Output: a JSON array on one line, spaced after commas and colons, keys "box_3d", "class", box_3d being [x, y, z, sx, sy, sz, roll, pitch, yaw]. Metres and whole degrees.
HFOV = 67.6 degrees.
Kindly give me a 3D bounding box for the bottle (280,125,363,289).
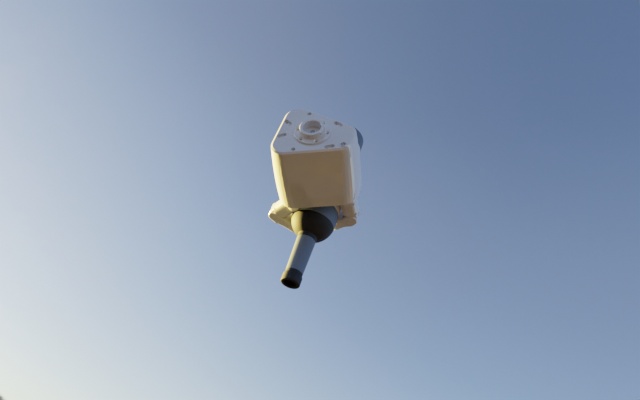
[{"box_3d": [0.000, 0.002, 0.728, 0.069, 0.295, 0.069, 13, -38, 10], "class": "bottle"}]
